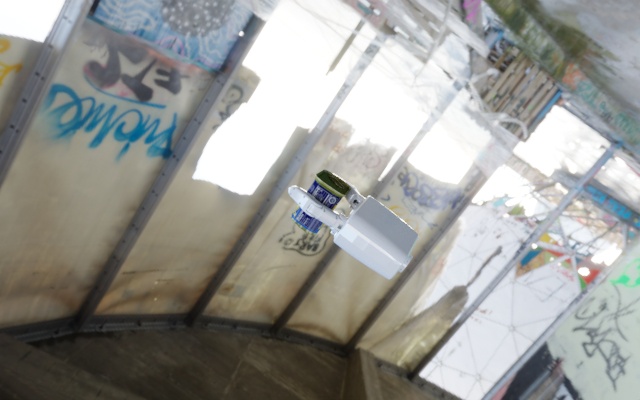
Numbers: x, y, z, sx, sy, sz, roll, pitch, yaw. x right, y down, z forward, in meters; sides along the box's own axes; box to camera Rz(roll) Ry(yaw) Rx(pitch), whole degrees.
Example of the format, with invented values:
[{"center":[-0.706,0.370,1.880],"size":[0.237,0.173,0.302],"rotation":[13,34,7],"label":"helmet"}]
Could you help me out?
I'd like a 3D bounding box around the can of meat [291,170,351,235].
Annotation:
[{"center":[0.000,0.003,0.783],"size":[0.057,0.084,0.102],"rotation":[35,14,3],"label":"can of meat"}]
